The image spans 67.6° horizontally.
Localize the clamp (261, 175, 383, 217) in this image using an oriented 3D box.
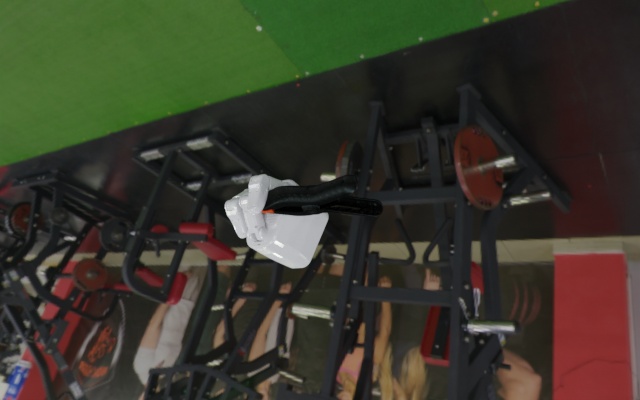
[{"bbox_3d":[0.000,0.003,0.663,0.171,0.039,0.120,-4,-26,33],"label":"clamp"}]
